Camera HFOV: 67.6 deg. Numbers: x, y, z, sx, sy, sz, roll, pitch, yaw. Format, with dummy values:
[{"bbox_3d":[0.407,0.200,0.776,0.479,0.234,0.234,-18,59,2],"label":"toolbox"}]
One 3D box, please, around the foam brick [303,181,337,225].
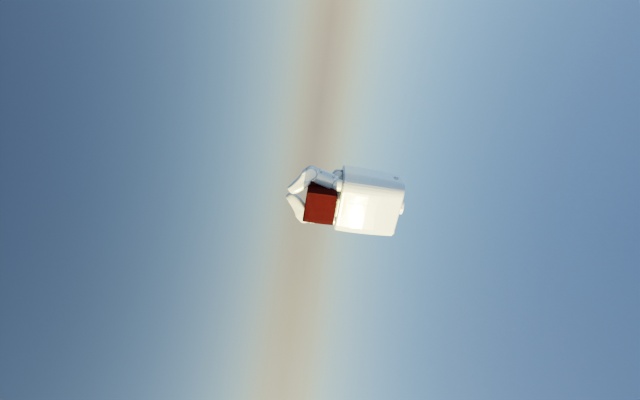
[{"bbox_3d":[0.000,0.003,0.808,0.051,0.053,0.078,9,18,-1],"label":"foam brick"}]
